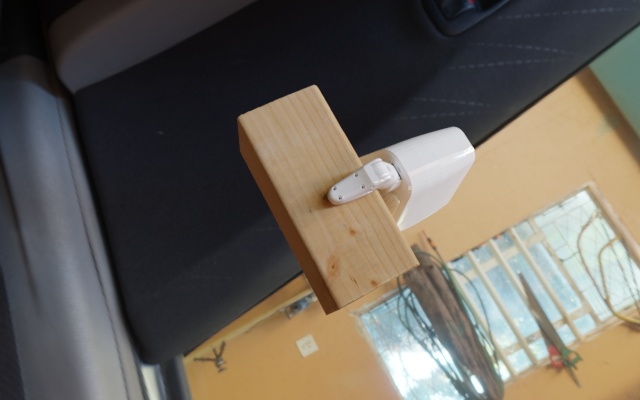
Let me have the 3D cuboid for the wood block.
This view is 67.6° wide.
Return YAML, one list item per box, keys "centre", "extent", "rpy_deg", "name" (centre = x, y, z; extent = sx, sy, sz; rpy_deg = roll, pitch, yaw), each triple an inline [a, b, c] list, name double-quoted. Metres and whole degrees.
- centre: [0.001, 0.001, 0.490]
  extent: [0.090, 0.206, 0.091]
  rpy_deg: [-26, -12, -15]
  name: "wood block"
